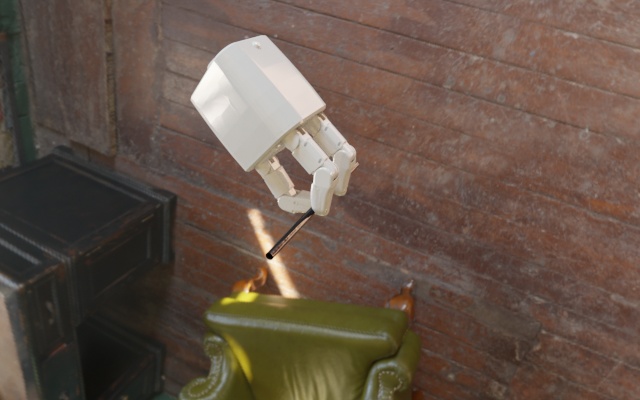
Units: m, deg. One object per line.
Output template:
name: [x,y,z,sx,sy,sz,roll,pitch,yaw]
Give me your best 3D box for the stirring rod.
stirring rod: [0.000,0.002,0.538,0.011,0.011,0.239,0,24,26]
